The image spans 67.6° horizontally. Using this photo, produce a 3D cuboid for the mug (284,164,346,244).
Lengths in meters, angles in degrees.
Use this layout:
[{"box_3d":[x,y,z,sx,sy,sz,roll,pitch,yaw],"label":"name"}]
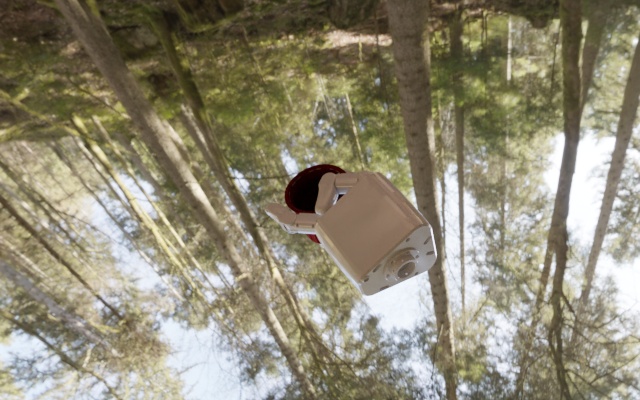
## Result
[{"box_3d":[-0.001,0.002,0.690,0.093,0.082,0.117,-31,45,-8],"label":"mug"}]
